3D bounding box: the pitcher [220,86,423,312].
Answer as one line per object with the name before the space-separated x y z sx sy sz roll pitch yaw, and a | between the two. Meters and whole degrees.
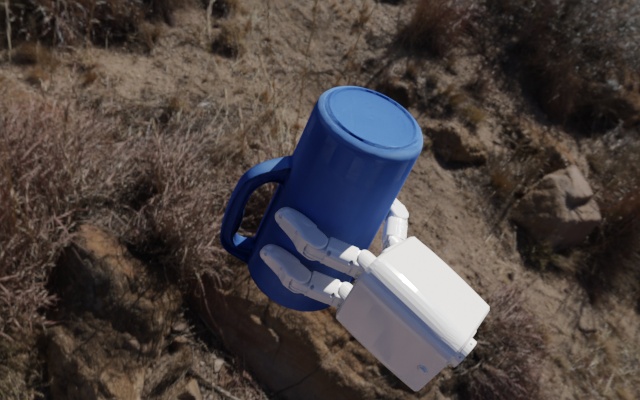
pitcher | 0.000 0.002 0.515 0.145 0.243 0.149 44 45 20
